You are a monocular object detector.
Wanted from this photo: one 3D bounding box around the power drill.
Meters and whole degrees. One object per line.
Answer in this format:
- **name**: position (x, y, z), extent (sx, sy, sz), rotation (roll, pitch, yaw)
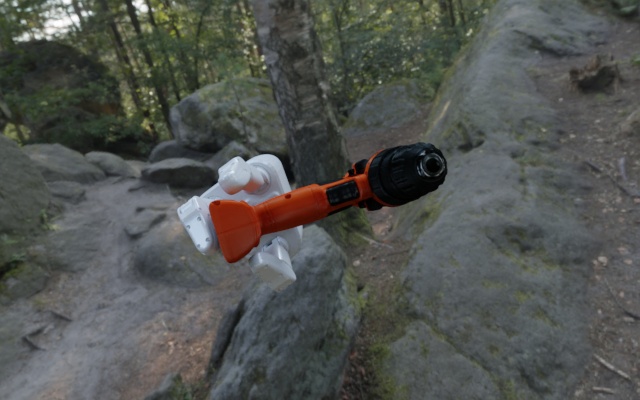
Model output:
- **power drill**: position (0.000, 0.001, 0.422), extent (0.187, 0.057, 0.184), rotation (-16, -2, -12)
